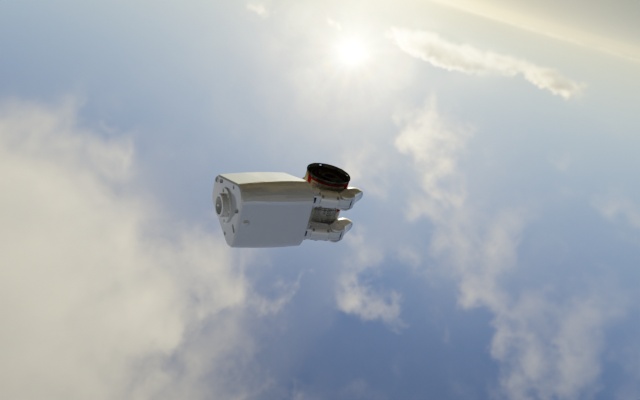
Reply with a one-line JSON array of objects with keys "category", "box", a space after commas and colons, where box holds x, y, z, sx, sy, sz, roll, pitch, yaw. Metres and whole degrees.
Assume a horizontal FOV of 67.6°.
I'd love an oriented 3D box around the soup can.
[{"category": "soup can", "box": [0.000, 0.003, 0.732, 0.068, 0.102, 0.068, 13, 25, -6]}]
